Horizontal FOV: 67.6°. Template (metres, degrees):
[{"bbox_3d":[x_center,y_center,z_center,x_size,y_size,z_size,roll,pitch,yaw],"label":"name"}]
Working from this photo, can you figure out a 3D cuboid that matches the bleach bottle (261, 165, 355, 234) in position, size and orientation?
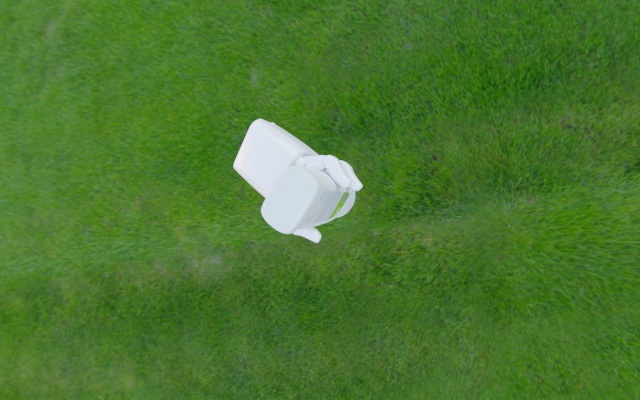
[{"bbox_3d":[0.000,0.003,0.809,0.068,0.102,0.251,38,11,19],"label":"bleach bottle"}]
